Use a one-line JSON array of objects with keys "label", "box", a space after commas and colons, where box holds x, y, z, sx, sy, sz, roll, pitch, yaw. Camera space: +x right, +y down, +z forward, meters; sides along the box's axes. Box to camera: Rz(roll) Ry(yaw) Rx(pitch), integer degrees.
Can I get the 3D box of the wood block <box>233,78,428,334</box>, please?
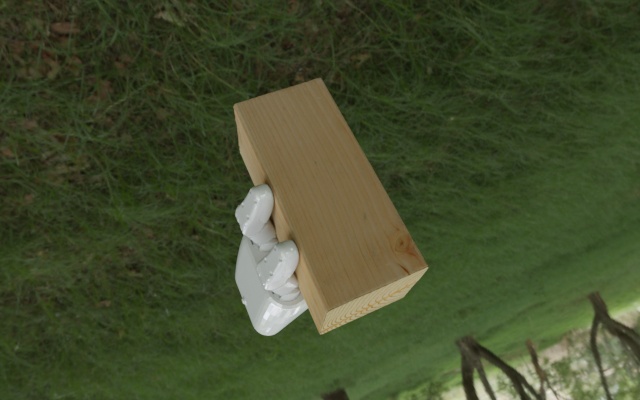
[{"label": "wood block", "box": [0.000, 0.002, 0.441, 0.091, 0.206, 0.090, -21, -23, -14]}]
